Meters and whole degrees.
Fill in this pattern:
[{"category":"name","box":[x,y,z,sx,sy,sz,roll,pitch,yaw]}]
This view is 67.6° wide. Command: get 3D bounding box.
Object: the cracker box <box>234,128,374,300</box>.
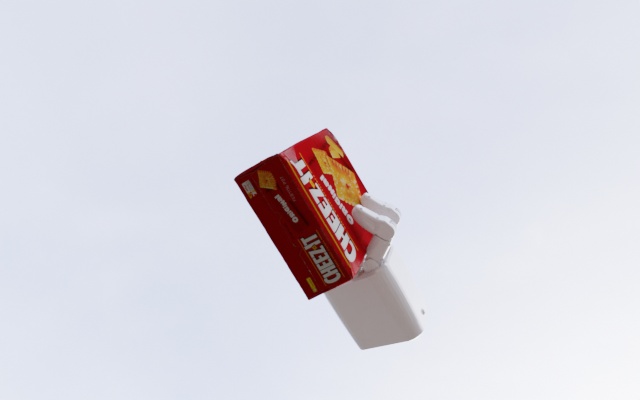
[{"category":"cracker box","box":[0.000,0.002,0.617,0.072,0.164,0.213,-29,6,21]}]
